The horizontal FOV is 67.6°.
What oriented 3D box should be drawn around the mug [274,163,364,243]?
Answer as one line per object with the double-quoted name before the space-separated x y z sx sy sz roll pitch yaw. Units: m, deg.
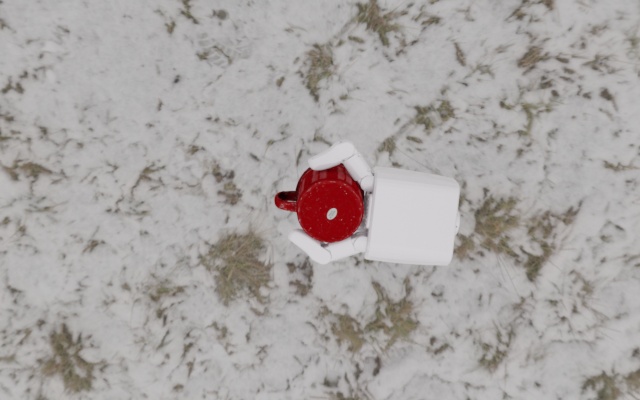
"mug" -0.001 0.002 0.602 0.117 0.093 0.081 5 16 -1
